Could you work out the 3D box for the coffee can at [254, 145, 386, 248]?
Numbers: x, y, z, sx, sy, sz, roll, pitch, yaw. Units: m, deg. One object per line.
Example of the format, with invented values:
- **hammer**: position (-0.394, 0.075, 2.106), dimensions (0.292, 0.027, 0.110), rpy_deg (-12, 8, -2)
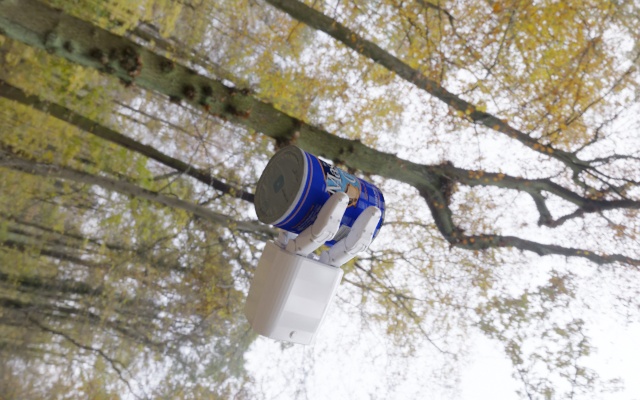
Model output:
- **coffee can**: position (0.000, 0.002, 0.621), dimensions (0.140, 0.102, 0.103), rpy_deg (23, -14, -34)
